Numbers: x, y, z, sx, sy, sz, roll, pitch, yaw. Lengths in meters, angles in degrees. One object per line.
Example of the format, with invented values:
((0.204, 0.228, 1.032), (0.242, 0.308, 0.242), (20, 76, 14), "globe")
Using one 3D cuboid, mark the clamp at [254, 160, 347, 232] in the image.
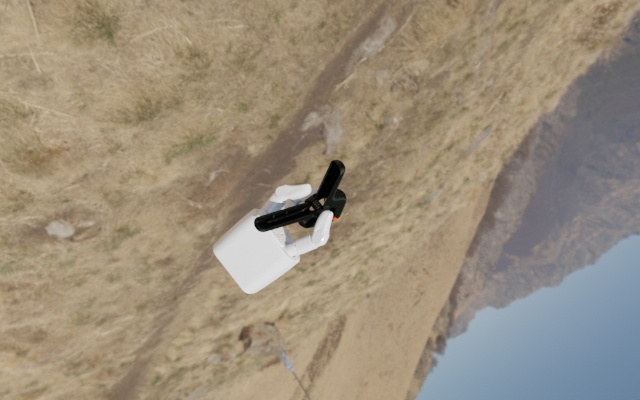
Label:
((0.001, 0.003, 0.793), (0.164, 0.036, 0.210), (-38, -18, 15), "clamp")
